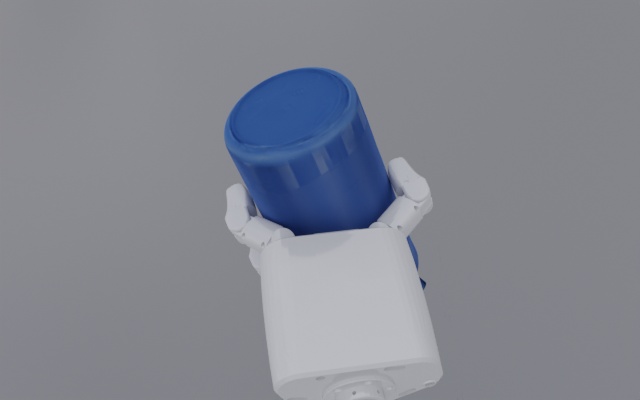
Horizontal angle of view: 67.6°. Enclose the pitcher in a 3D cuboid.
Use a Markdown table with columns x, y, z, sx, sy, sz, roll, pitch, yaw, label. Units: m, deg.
| x | y | z | sx | sy | sz | roll | pitch | yaw | label |
| --- | --- | --- | --- | --- | --- | --- | --- | --- | --- |
| 0.000 | 0.002 | 0.449 | 0.149 | 0.145 | 0.243 | -17 | -43 | 8 | pitcher |
